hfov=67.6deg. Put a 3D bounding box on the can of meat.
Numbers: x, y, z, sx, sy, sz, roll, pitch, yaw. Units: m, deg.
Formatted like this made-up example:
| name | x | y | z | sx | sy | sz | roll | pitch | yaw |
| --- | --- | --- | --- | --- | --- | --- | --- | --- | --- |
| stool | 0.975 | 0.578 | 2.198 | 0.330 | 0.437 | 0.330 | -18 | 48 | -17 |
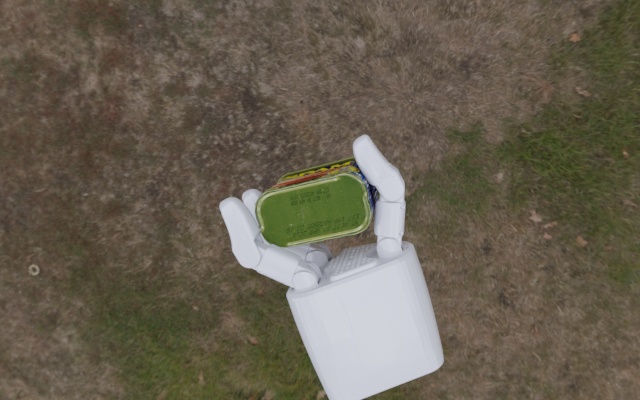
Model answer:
| name | x | y | z | sx | sy | sz | roll | pitch | yaw |
| --- | --- | --- | --- | --- | --- | --- | --- | --- | --- |
| can of meat | 0.000 | 0.001 | 0.427 | 0.102 | 0.057 | 0.084 | -13 | 10 | 13 |
